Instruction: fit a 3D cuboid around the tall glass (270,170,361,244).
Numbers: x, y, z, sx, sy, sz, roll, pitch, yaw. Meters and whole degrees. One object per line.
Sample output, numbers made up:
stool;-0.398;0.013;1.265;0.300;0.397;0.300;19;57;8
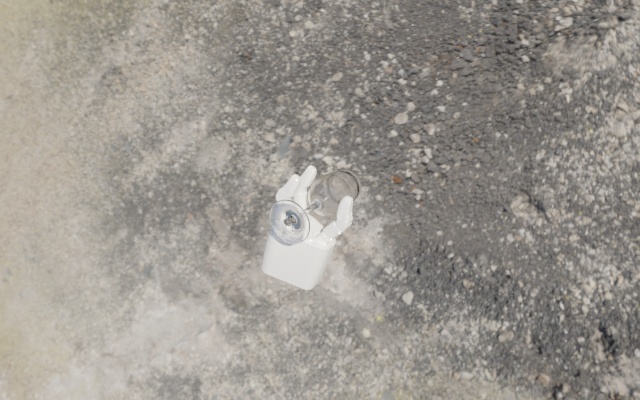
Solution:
tall glass;0.000;0.003;0.824;0.079;0.079;0.201;0;19;31
